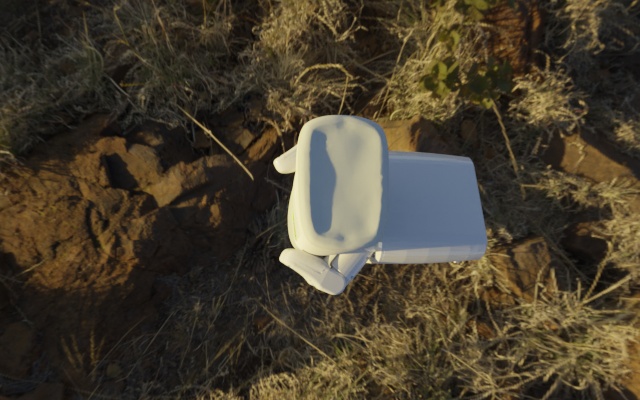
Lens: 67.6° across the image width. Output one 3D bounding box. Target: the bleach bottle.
[{"bbox_3d":[0.000,0.002,0.461,0.068,0.102,0.251,1,-6,-8],"label":"bleach bottle"}]
